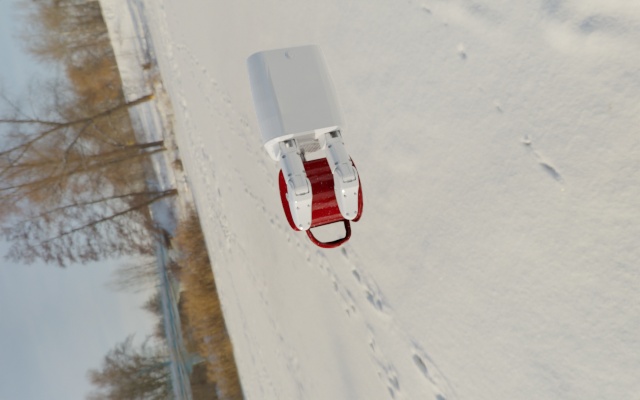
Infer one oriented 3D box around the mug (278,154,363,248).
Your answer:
[{"bbox_3d":[0.000,0.003,0.586,0.081,0.117,0.093,-13,-8,-16],"label":"mug"}]
